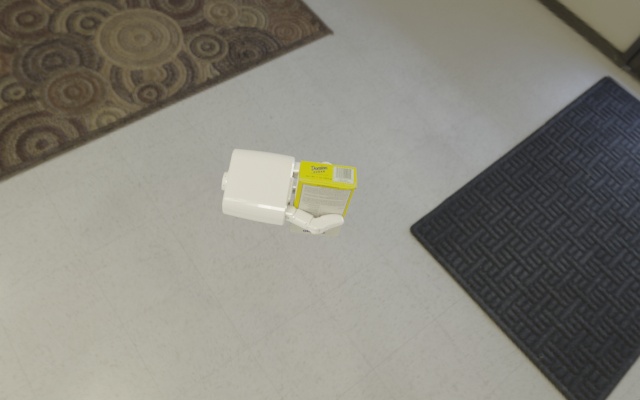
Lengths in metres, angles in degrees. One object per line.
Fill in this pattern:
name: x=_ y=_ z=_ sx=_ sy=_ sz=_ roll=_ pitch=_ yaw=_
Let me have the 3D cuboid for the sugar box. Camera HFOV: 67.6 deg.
sugar box: x=0.000 y=0.002 z=0.821 sx=0.093 sy=0.048 sz=0.176 roll=8 pitch=-29 yaw=-5
